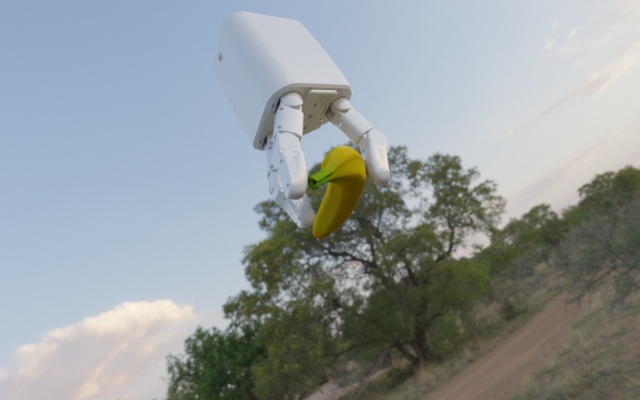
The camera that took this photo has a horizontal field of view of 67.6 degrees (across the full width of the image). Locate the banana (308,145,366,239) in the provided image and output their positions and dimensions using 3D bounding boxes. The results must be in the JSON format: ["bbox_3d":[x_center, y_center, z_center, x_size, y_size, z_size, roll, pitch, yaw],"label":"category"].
[{"bbox_3d":[0.015,-0.010,0.493,0.069,0.037,0.198,-33,-17,-9],"label":"banana"}]
